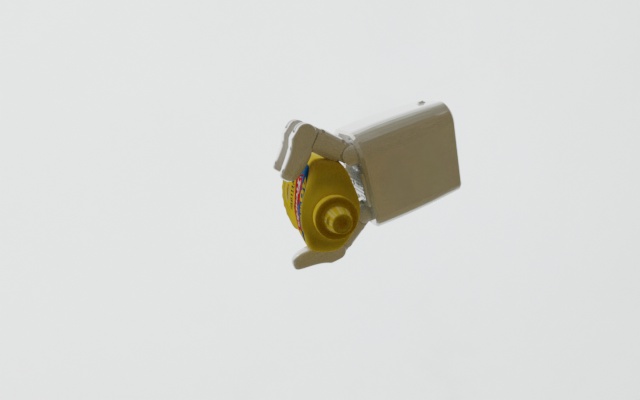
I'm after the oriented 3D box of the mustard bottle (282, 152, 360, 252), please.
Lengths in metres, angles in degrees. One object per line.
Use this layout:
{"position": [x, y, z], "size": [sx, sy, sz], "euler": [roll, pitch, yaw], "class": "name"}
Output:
{"position": [0.000, 0.002, 0.502], "size": [0.058, 0.096, 0.191], "euler": [2, 11, -13], "class": "mustard bottle"}
